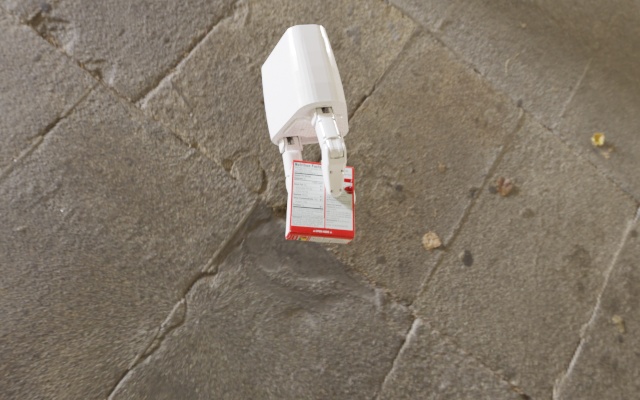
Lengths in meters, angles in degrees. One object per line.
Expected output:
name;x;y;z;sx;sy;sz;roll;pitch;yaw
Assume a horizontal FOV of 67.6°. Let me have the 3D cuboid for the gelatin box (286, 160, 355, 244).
gelatin box;0.000;0.002;0.540;0.073;0.089;0.030;5;-23;-11
